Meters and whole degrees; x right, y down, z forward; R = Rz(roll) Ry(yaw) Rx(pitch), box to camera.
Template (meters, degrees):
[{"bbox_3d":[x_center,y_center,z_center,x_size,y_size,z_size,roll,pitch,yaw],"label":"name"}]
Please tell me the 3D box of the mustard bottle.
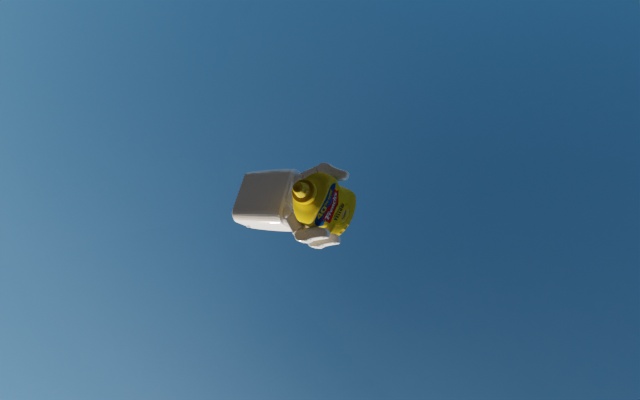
[{"bbox_3d":[0.001,0.003,0.833,0.058,0.096,0.192,25,-3,28],"label":"mustard bottle"}]
